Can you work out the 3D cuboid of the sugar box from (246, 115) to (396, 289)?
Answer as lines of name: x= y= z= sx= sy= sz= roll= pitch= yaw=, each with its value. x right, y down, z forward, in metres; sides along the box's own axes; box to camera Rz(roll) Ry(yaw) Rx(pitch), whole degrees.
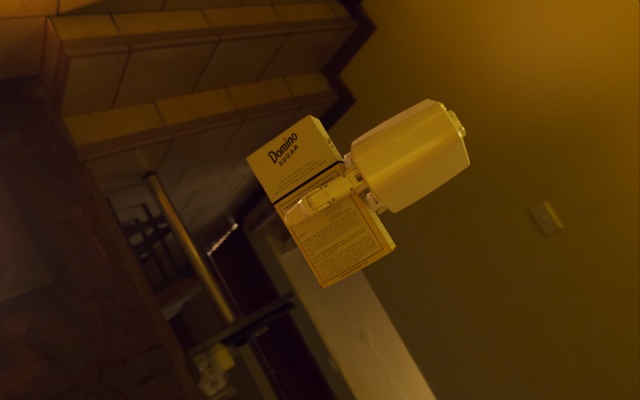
sugar box: x=0.000 y=0.002 z=0.546 sx=0.093 sy=0.176 sz=0.048 roll=-32 pitch=-8 yaw=14
